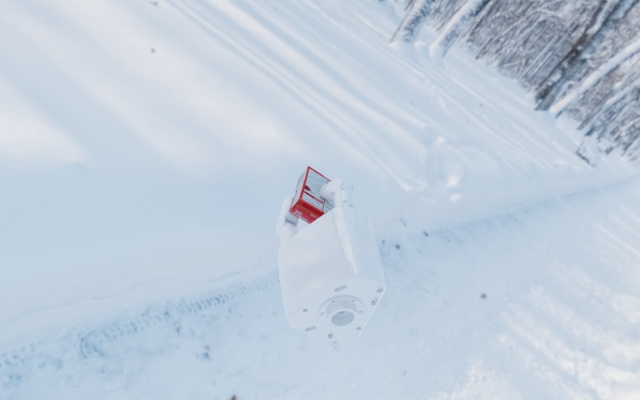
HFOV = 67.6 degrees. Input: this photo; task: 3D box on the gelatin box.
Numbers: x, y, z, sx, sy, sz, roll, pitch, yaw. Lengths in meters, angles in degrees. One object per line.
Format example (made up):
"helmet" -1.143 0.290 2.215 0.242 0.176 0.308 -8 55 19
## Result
"gelatin box" 0.000 0.002 0.651 0.073 0.030 0.089 32 32 -14
